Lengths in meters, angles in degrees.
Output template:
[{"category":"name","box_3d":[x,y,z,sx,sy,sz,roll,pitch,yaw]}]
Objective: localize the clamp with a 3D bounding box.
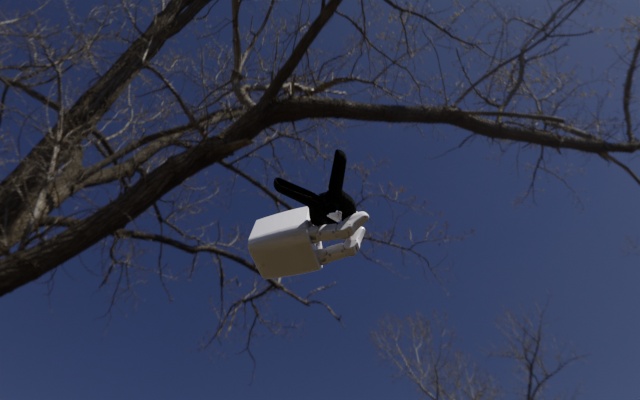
[{"category":"clamp","box_3d":[0.000,0.002,0.777,0.120,0.172,0.039,-14,37,7]}]
